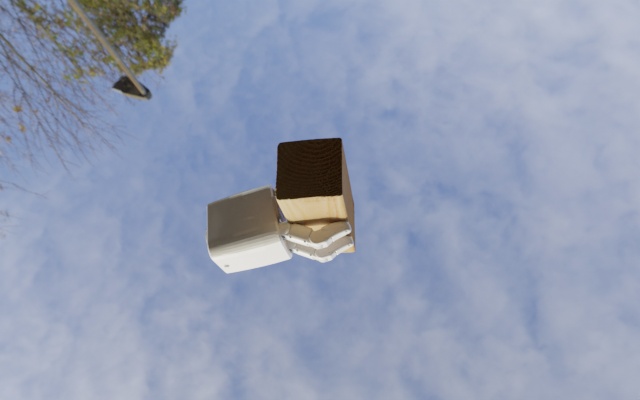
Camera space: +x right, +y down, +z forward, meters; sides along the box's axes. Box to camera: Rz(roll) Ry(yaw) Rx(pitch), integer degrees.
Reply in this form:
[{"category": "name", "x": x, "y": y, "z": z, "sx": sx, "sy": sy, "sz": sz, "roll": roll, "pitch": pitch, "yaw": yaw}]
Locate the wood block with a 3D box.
[{"category": "wood block", "x": 0.000, "y": 0.002, "z": 0.716, "sx": 0.090, "sy": 0.090, "sz": 0.206, "roll": -4, "pitch": -26, "yaw": 7}]
